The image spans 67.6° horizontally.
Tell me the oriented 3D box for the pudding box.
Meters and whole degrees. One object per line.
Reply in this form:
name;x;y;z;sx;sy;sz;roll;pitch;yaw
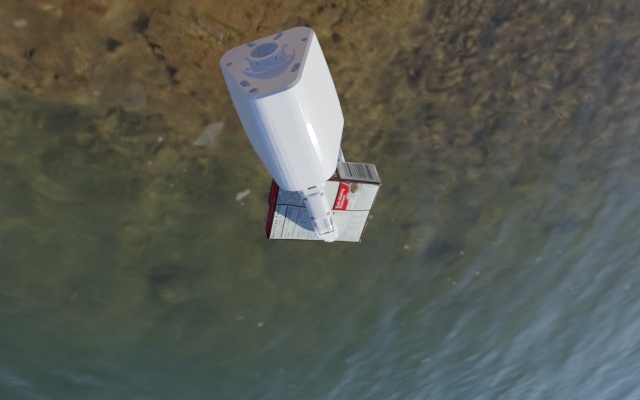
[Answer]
pudding box;0.000;0.002;0.523;0.113;0.090;0.039;4;40;-14
